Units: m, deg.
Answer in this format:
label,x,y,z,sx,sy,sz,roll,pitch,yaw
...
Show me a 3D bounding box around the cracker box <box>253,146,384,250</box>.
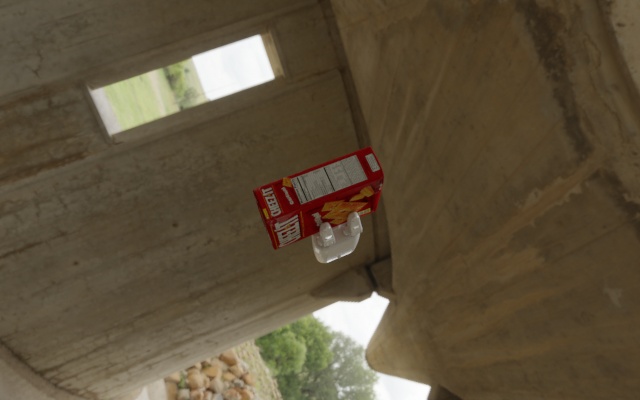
label,x,y,z,sx,sy,sz,roll,pitch,yaw
cracker box,0.000,0.003,0.851,0.213,0.072,0.164,-21,-21,-8
